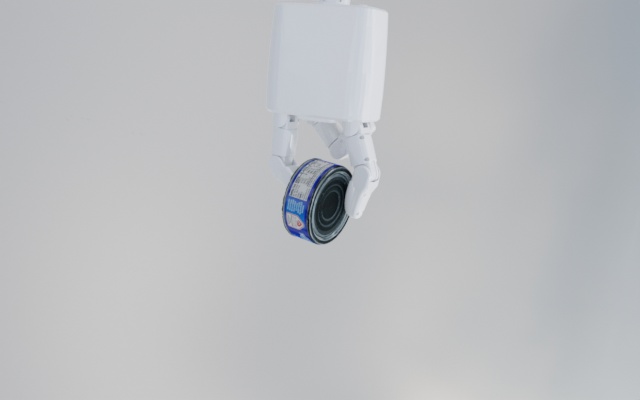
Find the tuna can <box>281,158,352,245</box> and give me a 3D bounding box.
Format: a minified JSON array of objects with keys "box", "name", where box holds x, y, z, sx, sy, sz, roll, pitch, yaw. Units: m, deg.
[{"box":[0.001,0.002,0.492,0.033,0.086,0.086,19,10,31],"name":"tuna can"}]
